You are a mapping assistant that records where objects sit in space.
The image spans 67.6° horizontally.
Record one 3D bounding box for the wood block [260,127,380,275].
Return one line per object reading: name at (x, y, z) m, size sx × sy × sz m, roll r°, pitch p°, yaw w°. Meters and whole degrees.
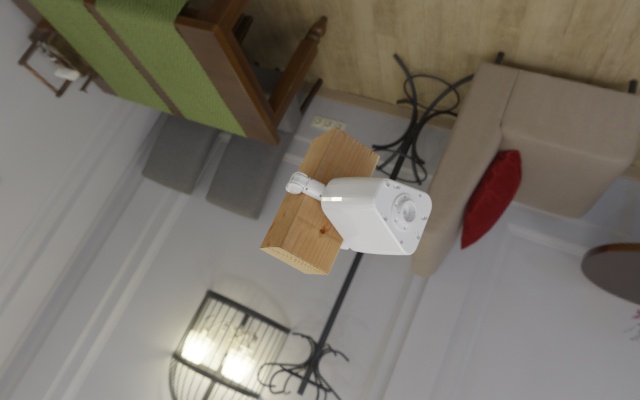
wood block at (0.000, 0.002, 0.747) m, size 0.091 × 0.206 × 0.090 m, roll 32°, pitch -19°, yaw -20°
